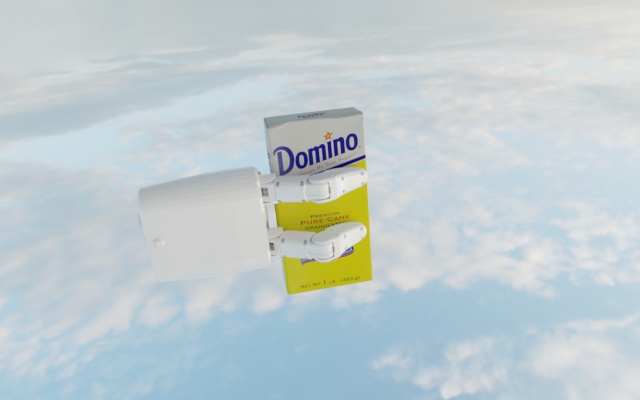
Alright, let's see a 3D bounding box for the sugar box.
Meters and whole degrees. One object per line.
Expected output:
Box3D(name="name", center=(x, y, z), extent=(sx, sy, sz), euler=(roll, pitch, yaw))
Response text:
Box3D(name="sugar box", center=(0.000, 0.002, 0.476), extent=(0.093, 0.176, 0.048), euler=(-9, 22, -8))
